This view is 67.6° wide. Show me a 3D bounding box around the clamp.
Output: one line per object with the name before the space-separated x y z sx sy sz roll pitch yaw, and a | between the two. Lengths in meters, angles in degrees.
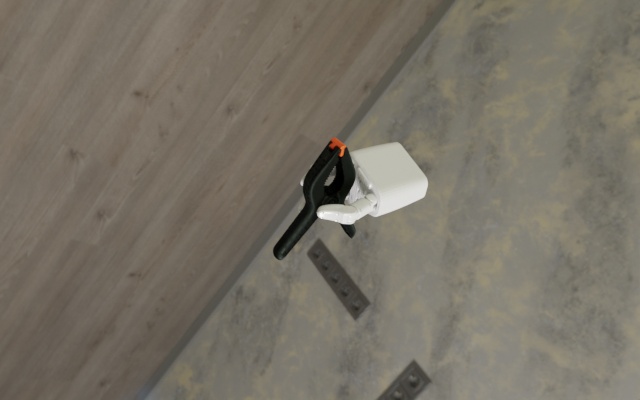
clamp | 0.001 0.002 0.756 0.164 0.210 0.036 -20 44 -30
